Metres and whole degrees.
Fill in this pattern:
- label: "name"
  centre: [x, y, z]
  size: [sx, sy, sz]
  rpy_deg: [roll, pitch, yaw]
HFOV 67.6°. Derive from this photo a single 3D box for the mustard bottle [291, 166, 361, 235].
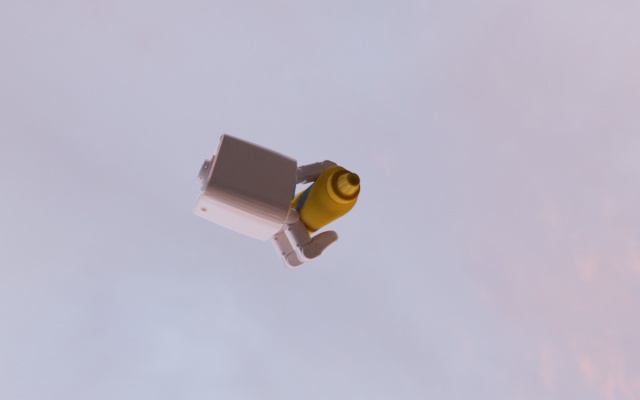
- label: "mustard bottle"
  centre: [0.000, 0.002, 0.636]
  size: [0.096, 0.058, 0.192]
  rpy_deg: [-50, 7, -29]
